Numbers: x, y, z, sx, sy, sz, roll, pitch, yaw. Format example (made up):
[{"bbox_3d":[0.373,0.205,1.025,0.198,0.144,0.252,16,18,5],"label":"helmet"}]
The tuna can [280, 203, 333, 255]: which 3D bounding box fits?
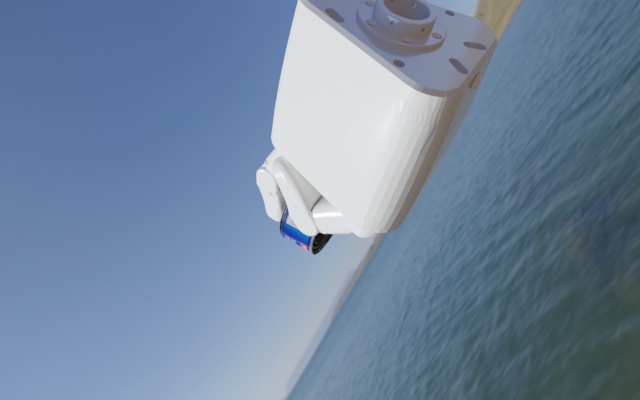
[{"bbox_3d":[0.000,0.001,0.413,0.034,0.086,0.086,27,6,13],"label":"tuna can"}]
